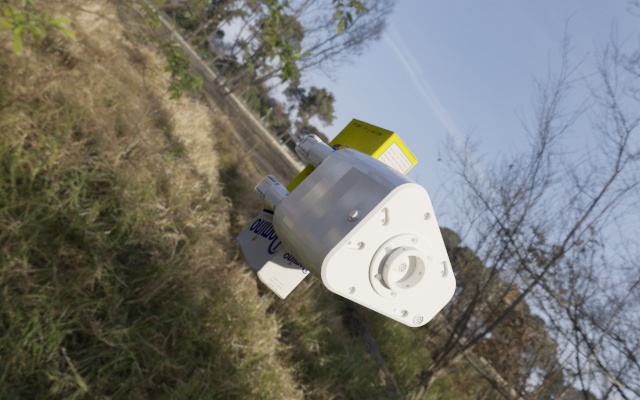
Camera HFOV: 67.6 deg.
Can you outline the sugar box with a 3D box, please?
[{"bbox_3d":[0.000,0.001,0.460,0.048,0.176,0.093,48,-4,-27],"label":"sugar box"}]
